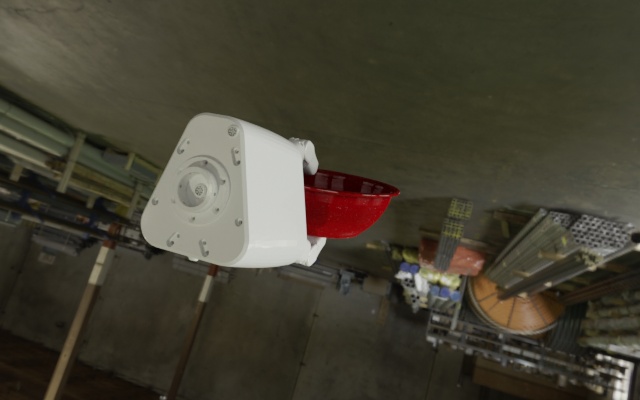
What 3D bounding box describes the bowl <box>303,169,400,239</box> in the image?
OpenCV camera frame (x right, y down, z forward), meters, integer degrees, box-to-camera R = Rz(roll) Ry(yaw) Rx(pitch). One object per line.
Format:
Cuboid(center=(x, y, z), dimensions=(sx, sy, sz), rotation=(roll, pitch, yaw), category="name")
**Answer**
Cuboid(center=(0.001, 0.002, 0.511), dimensions=(0.162, 0.055, 0.162), rotation=(8, 10, -1), category="bowl")
